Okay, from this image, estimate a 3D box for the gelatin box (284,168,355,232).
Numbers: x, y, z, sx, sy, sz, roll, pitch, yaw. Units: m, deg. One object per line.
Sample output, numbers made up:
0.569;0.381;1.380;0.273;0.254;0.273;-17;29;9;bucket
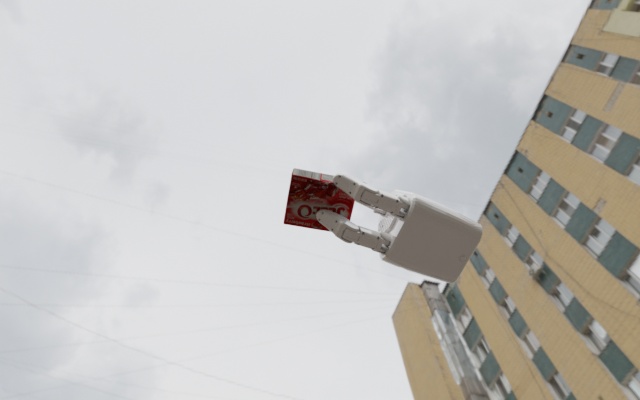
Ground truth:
0.000;0.002;0.639;0.089;0.073;0.030;10;24;-2;gelatin box
